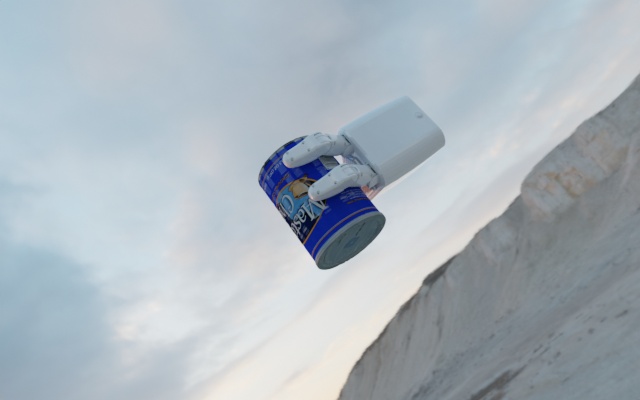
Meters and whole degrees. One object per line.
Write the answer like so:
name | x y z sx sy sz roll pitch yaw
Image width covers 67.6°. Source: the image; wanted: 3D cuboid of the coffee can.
coffee can | 0.000 0.002 0.607 0.103 0.140 0.103 -31 -25 -16
